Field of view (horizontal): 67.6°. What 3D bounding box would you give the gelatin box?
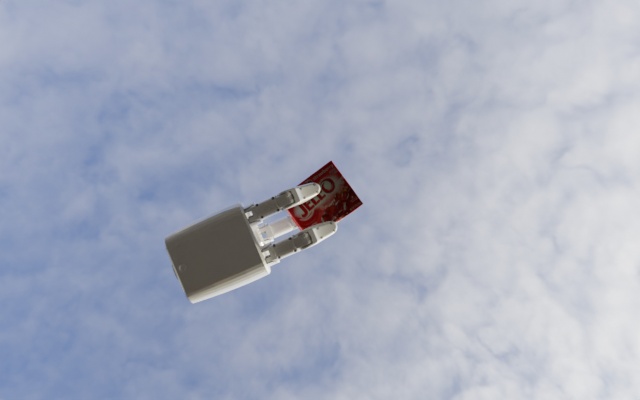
[{"bbox_3d":[0.000,0.002,0.640,0.089,0.073,0.030,-36,-1,-9],"label":"gelatin box"}]
